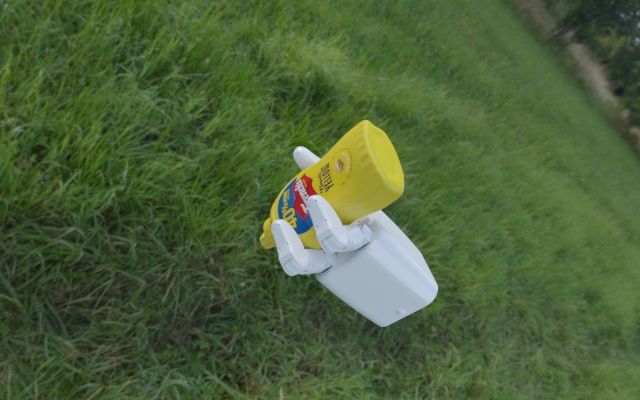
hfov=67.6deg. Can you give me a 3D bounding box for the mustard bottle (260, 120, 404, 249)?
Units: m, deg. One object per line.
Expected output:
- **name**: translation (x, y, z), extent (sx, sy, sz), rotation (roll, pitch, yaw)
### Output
- **mustard bottle**: translation (0.000, 0.001, 0.532), extent (0.058, 0.096, 0.192), rotation (25, -50, -39)
